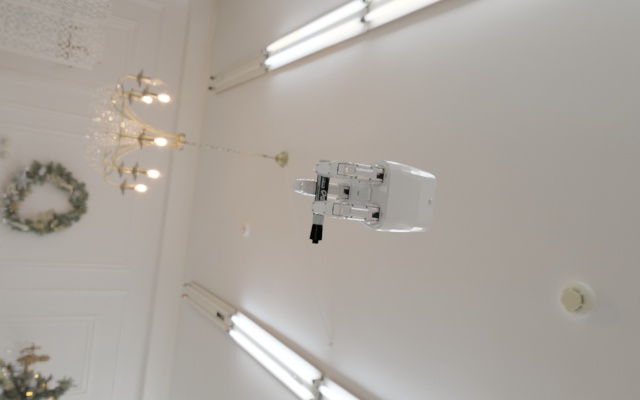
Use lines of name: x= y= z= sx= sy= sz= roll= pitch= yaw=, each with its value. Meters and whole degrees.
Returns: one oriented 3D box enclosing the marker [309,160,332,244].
marker: x=0.000 y=0.002 z=0.687 sx=0.020 sy=0.121 sz=0.020 roll=7 pitch=0 yaw=0
